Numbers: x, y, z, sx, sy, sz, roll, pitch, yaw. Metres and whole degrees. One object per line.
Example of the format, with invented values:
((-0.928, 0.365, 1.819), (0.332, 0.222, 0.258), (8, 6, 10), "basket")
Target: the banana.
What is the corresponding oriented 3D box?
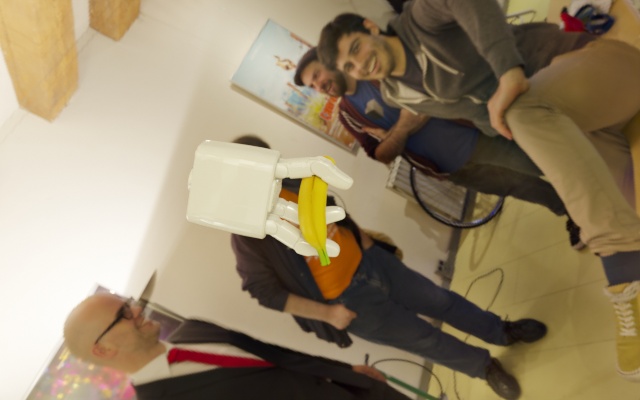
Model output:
((-0.004, -0.008, 0.647), (0.037, 0.197, 0.070), (-6, -45, 12), "banana")
